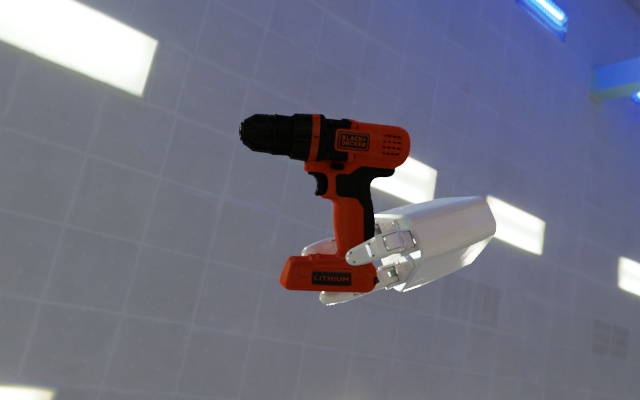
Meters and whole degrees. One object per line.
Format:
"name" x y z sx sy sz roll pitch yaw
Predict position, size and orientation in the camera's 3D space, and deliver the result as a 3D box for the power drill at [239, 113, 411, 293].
"power drill" 0.000 0.002 0.516 0.184 0.187 0.057 5 5 -6
